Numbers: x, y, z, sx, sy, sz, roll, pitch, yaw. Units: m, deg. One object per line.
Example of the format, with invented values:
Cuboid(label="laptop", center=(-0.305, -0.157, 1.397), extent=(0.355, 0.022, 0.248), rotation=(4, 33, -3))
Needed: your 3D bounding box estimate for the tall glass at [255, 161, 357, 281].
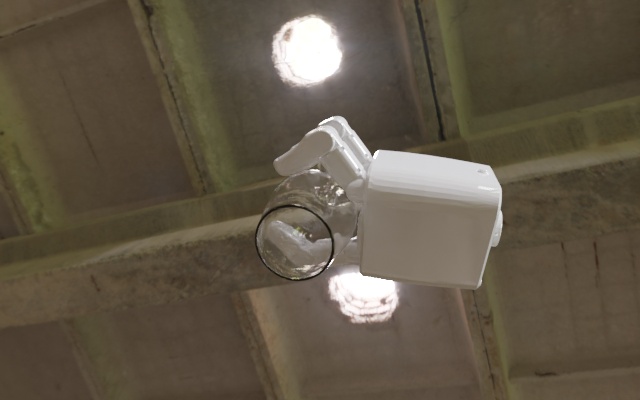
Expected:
Cuboid(label="tall glass", center=(0.000, 0.001, 0.447), extent=(0.079, 0.079, 0.201), rotation=(0, 18, 13))
